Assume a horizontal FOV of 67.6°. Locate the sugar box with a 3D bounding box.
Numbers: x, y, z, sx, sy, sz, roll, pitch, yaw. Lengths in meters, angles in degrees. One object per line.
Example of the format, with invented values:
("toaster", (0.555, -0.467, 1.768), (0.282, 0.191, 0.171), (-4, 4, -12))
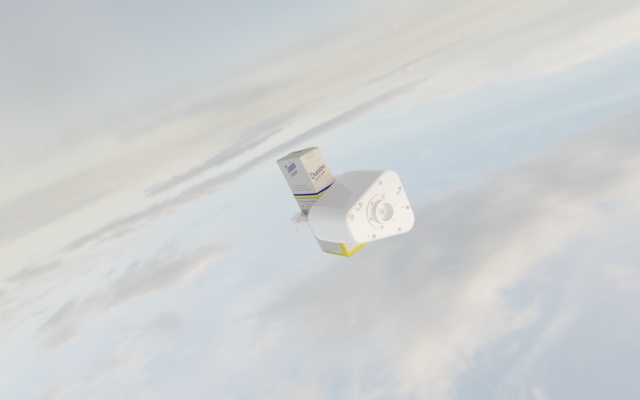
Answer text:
("sugar box", (0.001, 0.002, 0.765), (0.048, 0.176, 0.093), (-30, 14, -25))
